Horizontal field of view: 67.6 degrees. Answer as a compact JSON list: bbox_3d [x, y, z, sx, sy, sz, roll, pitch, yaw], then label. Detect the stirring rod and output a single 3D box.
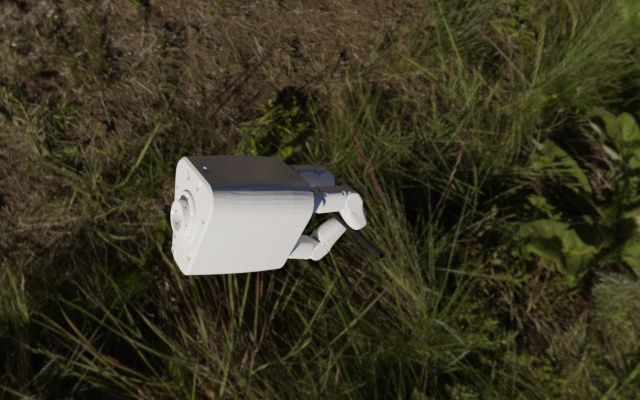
[{"bbox_3d":[0.000,0.002,0.579,0.011,0.011,0.239,0,27,-37],"label":"stirring rod"}]
